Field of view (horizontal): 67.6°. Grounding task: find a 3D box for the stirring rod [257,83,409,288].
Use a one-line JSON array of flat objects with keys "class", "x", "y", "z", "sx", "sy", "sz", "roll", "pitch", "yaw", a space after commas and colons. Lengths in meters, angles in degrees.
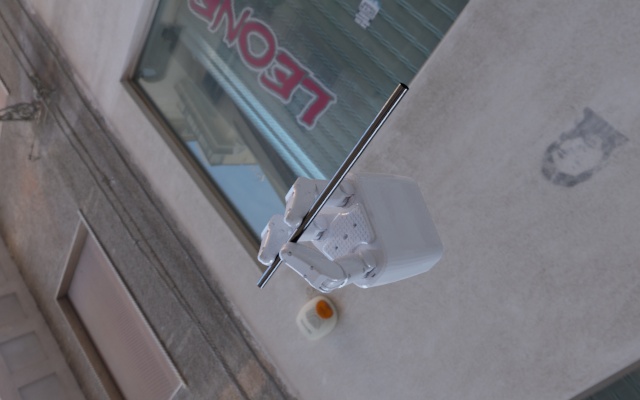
[{"class": "stirring rod", "x": 0.000, "y": 0.001, "z": 0.400, "sx": 0.011, "sy": 0.011, "sz": 0.240, "roll": 0, "pitch": -42, "yaw": -41}]
